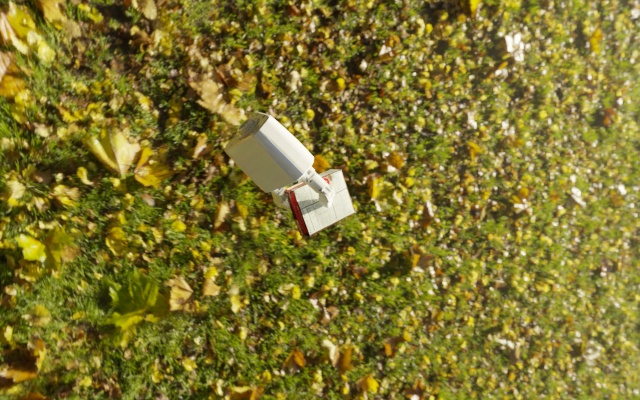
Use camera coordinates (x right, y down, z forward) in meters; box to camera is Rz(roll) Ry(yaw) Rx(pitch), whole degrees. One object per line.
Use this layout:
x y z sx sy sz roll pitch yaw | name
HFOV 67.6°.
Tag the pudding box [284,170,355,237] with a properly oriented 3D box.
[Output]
0.000 0.003 0.863 0.113 0.090 0.039 -25 13 -28 | pudding box
